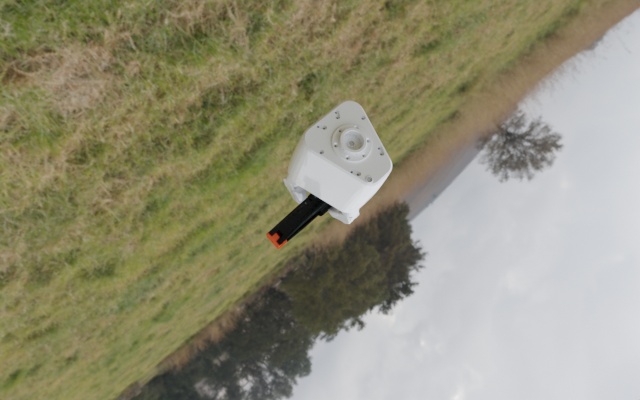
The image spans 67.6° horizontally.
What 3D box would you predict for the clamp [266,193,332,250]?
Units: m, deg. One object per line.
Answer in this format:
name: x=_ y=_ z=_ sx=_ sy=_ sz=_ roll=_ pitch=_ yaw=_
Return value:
clamp: x=0.000 y=0.003 z=0.744 sx=0.210 sy=0.036 sz=0.165 roll=-41 pitch=-6 yaw=-20
